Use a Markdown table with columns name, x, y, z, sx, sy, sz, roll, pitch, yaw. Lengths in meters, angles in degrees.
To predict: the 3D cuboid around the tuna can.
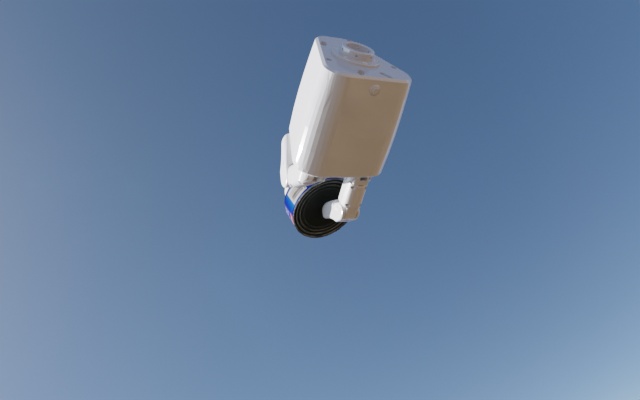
| name | x | y | z | sx | sy | sz | roll | pitch | yaw |
| --- | --- | --- | --- | --- | --- | --- | --- | --- | --- |
| tuna can | 0.000 | 0.002 | 0.583 | 0.086 | 0.086 | 0.033 | 0 | 34 | -31 |
